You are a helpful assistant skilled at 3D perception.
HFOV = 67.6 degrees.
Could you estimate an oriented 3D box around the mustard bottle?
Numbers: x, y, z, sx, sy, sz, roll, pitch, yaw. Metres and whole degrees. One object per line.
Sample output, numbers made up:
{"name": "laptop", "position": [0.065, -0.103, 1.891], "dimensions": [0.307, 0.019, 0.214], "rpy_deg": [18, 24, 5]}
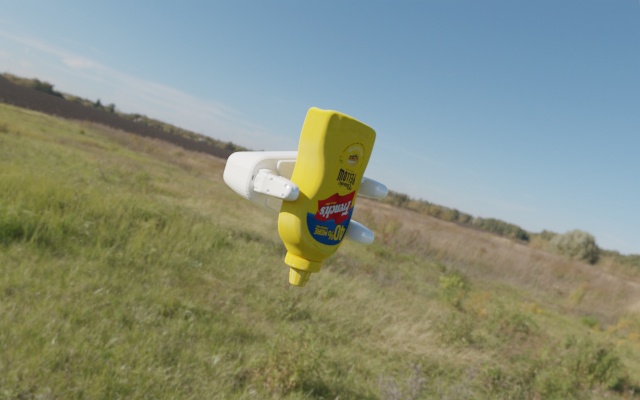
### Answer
{"name": "mustard bottle", "position": [0.000, 0.002, 0.528], "dimensions": [0.058, 0.191, 0.096], "rpy_deg": [19, 3, 36]}
